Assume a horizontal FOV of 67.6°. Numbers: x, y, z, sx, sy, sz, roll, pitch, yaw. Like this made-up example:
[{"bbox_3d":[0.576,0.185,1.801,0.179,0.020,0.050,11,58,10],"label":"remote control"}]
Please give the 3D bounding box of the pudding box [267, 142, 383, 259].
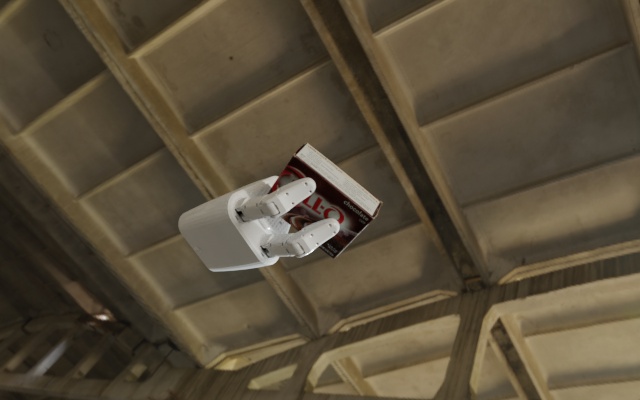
[{"bbox_3d":[0.000,0.002,0.547,0.090,0.113,0.039,-51,3,44],"label":"pudding box"}]
